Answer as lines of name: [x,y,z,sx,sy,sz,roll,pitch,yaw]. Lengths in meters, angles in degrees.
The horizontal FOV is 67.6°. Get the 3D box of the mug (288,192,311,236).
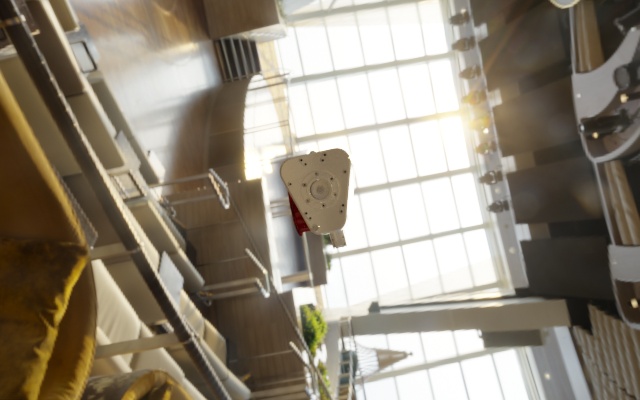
mug: [0.000,0.002,0.762,0.081,0.093,0.117,-11,1,5]
